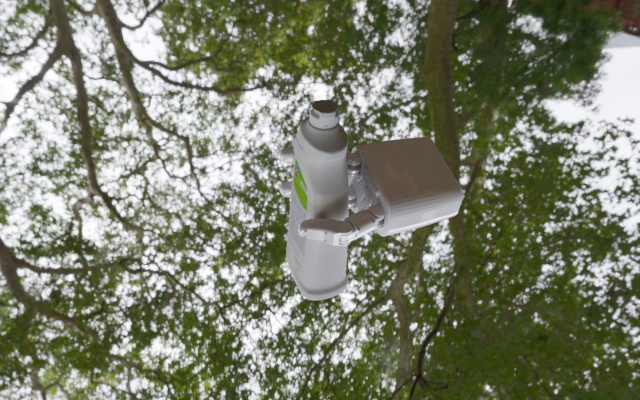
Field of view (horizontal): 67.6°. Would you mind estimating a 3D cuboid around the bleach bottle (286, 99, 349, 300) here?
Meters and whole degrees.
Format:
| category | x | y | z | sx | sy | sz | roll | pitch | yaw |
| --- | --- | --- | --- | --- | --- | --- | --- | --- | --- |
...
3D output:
| category | x | y | z | sx | sy | sz | roll | pitch | yaw |
| --- | --- | --- | --- | --- | --- | --- | --- | --- | --- |
| bleach bottle | 0.000 | 0.002 | 0.574 | 0.068 | 0.251 | 0.102 | -13 | 43 | -20 |
